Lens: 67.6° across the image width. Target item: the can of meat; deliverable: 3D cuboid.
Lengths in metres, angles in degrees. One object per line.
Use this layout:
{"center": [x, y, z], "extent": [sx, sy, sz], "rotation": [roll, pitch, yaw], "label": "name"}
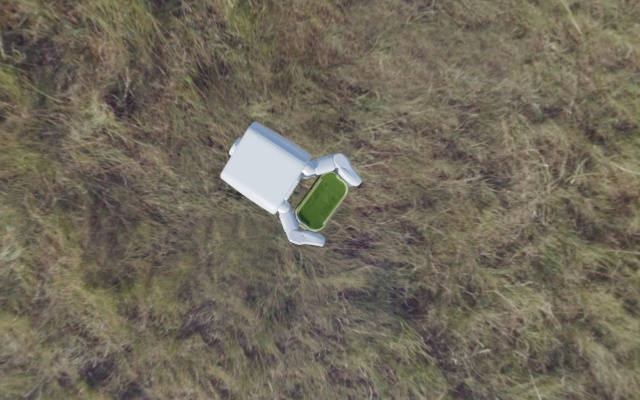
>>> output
{"center": [0.000, 0.003, 0.786], "extent": [0.057, 0.102, 0.084], "rotation": [36, -5, -2], "label": "can of meat"}
